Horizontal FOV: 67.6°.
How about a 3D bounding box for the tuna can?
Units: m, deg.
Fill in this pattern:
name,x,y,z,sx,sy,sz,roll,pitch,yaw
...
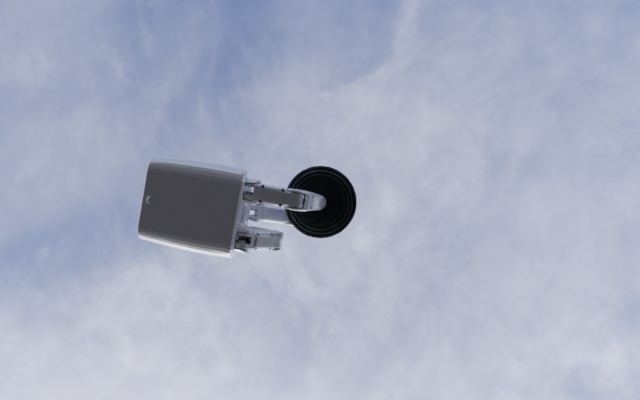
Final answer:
name,x,y,z,sx,sy,sz,roll,pitch,yaw
tuna can,0.000,0.002,0.579,0.086,0.086,0.034,0,0,1
